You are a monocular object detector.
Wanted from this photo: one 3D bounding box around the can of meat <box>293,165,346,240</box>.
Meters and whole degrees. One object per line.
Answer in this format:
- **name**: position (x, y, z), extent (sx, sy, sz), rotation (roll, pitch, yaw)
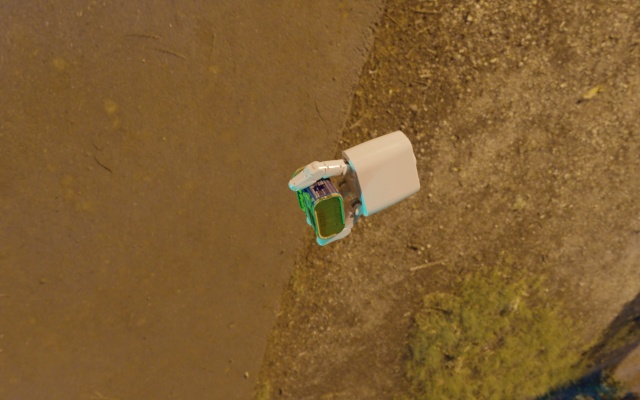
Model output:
- **can of meat**: position (0.000, 0.003, 0.795), extent (0.057, 0.102, 0.084), rotation (-22, 47, -11)
